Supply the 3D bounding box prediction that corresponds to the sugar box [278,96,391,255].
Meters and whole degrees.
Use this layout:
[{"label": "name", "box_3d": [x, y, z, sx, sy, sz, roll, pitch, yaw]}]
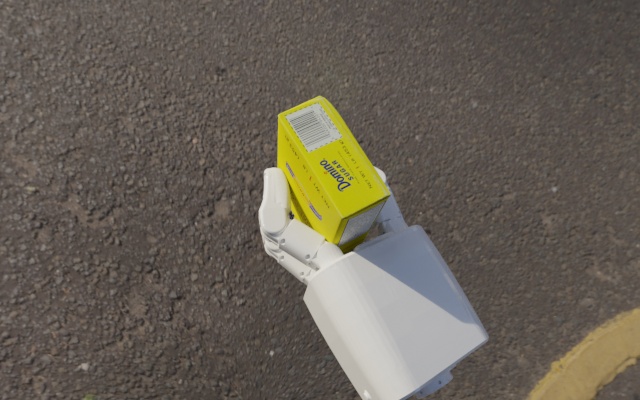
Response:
[{"label": "sugar box", "box_3d": [0.000, 0.002, 0.406, 0.048, 0.093, 0.176, -25, -19, -18]}]
